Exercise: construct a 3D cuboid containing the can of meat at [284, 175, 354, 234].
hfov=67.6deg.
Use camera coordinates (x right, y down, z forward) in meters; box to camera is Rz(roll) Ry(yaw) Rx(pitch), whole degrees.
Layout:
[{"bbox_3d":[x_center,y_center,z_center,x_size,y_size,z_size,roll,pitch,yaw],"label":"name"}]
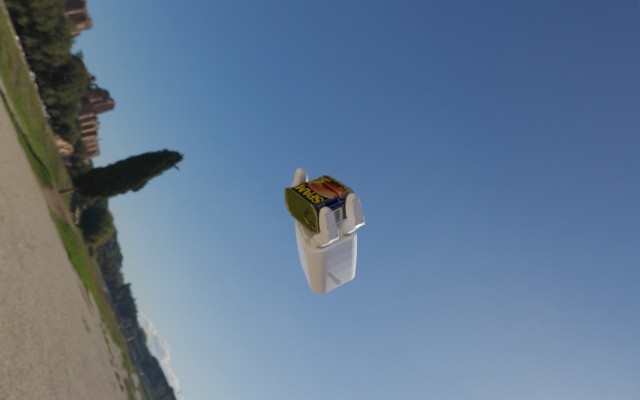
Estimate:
[{"bbox_3d":[0.000,0.002,0.816,0.084,0.057,0.102,-22,35,-26],"label":"can of meat"}]
